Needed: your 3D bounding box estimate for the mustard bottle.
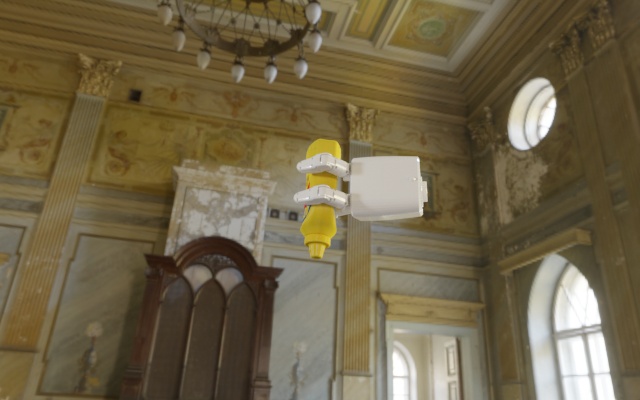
[{"bbox_3d":[0.000,0.002,0.786,0.058,0.191,0.096,7,-24,-8],"label":"mustard bottle"}]
